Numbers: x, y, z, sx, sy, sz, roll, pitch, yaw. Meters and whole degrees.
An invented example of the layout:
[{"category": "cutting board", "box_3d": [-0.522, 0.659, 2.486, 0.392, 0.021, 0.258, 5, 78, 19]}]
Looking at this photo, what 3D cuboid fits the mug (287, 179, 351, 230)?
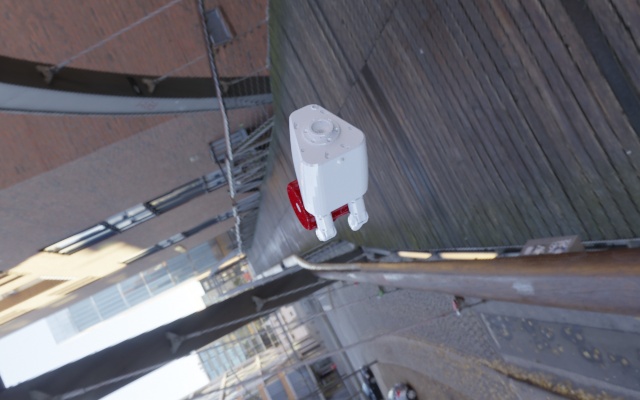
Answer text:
[{"category": "mug", "box_3d": [0.000, 0.003, 0.762, 0.081, 0.093, 0.117, -25, -36, -14]}]
